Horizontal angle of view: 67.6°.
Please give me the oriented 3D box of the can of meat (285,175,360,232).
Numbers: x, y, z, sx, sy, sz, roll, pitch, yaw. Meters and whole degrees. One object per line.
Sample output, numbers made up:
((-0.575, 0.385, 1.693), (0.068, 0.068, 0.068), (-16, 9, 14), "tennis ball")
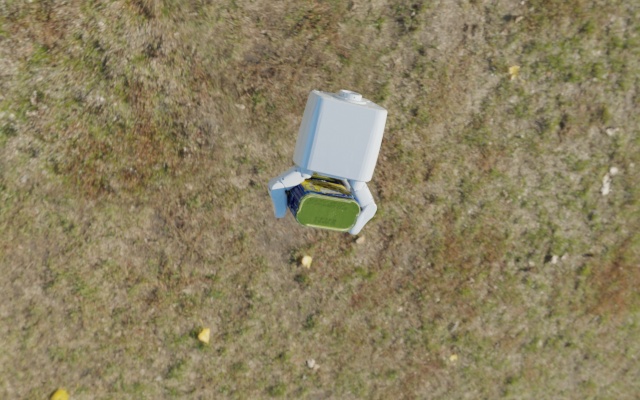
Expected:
((0.000, 0.003, 0.719), (0.102, 0.057, 0.084), (9, 20, -22), "can of meat")
